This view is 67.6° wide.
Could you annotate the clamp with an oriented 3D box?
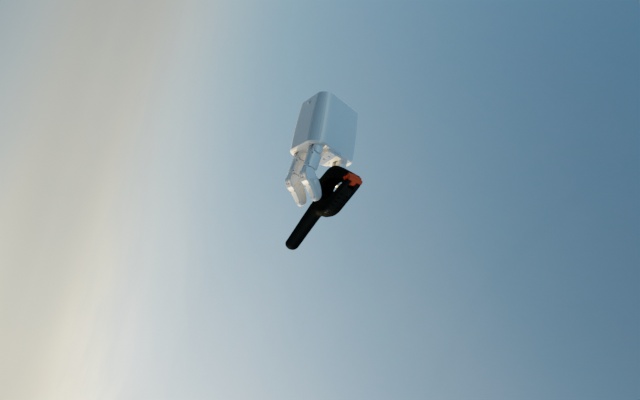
[{"bbox_3d":[0.001,0.003,0.861,0.036,0.164,0.210,21,-21,-26],"label":"clamp"}]
